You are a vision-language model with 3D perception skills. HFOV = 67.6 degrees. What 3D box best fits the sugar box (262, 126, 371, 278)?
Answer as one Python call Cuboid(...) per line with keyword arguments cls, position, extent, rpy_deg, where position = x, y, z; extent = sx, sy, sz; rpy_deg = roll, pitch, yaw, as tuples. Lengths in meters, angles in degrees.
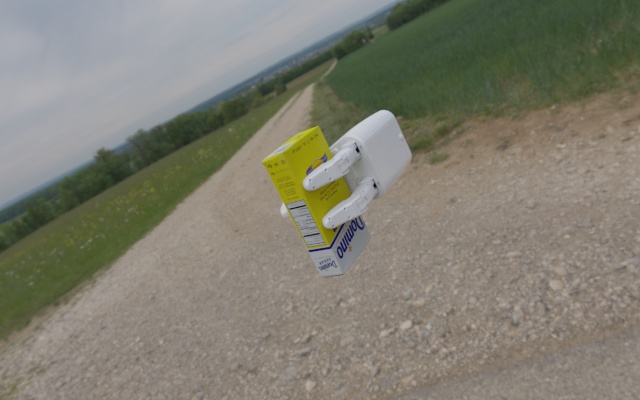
Cuboid(cls="sugar box", position=(0.001, 0.002, 0.625), extent=(0.048, 0.176, 0.093), rpy_deg=(-17, 19, 39))
